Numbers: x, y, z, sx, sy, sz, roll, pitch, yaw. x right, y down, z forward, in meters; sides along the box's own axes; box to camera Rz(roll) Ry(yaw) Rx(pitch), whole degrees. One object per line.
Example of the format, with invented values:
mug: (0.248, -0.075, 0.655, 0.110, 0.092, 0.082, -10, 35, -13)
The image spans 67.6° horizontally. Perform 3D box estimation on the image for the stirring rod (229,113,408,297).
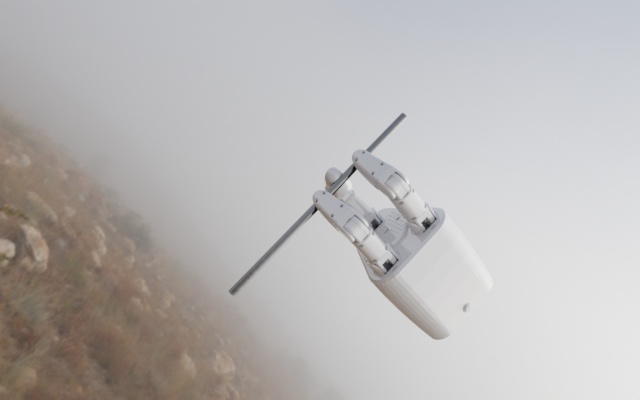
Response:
stirring rod: (0.000, 0.002, 0.460, 0.011, 0.239, 0.011, 43, -7, 6)
